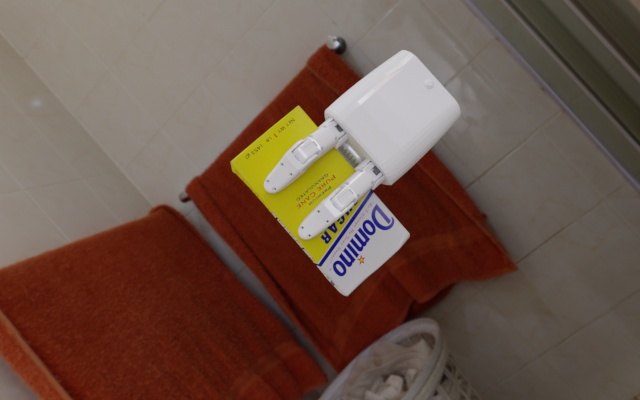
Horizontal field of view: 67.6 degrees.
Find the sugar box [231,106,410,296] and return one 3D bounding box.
[{"bbox_3d":[0.000,0.001,0.489,0.093,0.176,0.048,-42,-1,-8],"label":"sugar box"}]
